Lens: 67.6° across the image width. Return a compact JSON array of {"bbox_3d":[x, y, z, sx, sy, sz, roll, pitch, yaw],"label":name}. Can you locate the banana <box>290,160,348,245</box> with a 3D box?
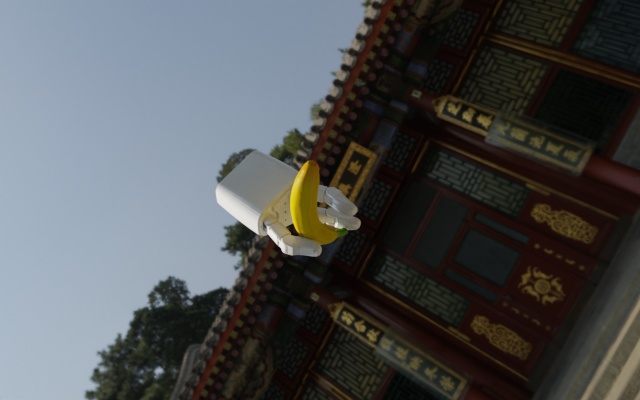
[{"bbox_3d":[-0.011,0.017,0.694,0.037,0.069,0.198,34,-16,30],"label":"banana"}]
